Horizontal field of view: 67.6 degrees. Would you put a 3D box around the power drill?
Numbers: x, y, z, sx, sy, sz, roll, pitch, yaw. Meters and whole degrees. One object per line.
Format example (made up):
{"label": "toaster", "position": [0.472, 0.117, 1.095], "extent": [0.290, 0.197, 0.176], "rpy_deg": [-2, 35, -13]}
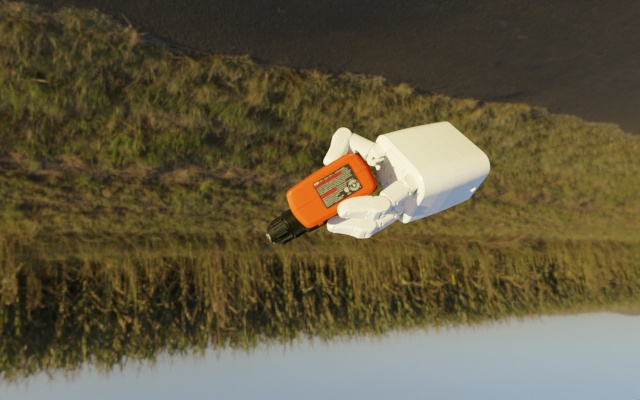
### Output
{"label": "power drill", "position": [0.000, 0.002, 0.646], "extent": [0.184, 0.057, 0.187], "rpy_deg": [-33, -3, -2]}
